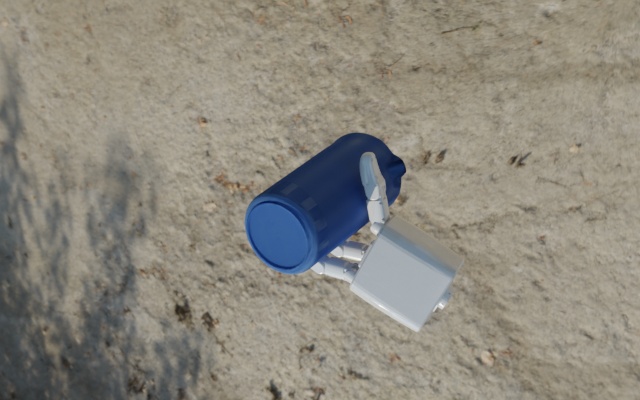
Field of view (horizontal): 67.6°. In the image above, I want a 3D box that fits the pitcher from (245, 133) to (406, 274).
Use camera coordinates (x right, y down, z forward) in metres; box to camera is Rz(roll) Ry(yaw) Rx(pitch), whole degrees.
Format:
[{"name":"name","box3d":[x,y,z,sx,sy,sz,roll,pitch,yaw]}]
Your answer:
[{"name":"pitcher","box3d":[0.000,0.002,0.663,0.145,0.149,0.242,34,35,15]}]
